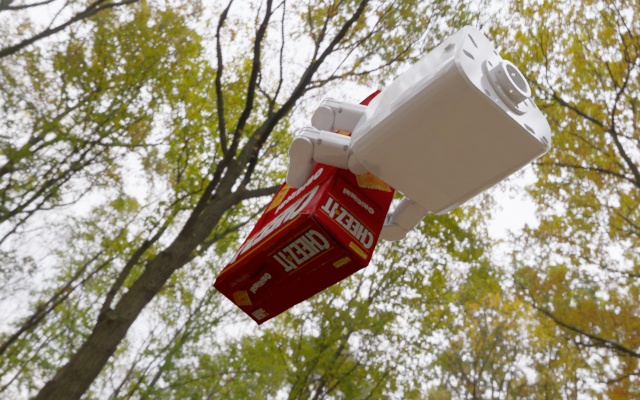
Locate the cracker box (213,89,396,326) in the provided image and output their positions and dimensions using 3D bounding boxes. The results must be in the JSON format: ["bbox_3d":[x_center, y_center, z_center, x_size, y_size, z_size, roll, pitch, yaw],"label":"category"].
[{"bbox_3d":[0.000,0.002,0.483,0.164,0.072,0.213,-38,15,41],"label":"cracker box"}]
